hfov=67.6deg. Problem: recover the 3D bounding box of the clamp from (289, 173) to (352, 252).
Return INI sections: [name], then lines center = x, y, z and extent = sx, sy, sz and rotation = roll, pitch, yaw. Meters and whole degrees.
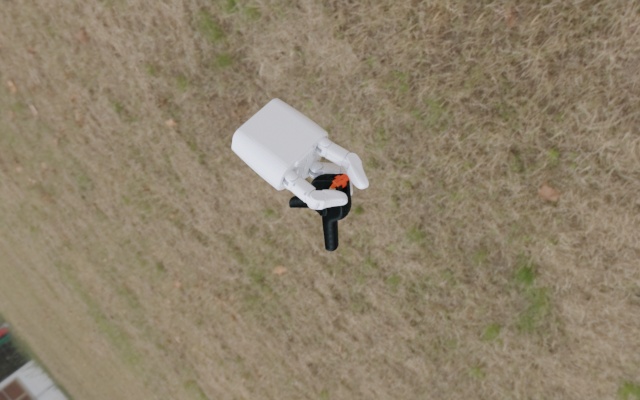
[clamp]
center = 0.000, 0.003, 0.791
extent = 0.120, 0.172, 0.039
rotation = 39, 52, 15
